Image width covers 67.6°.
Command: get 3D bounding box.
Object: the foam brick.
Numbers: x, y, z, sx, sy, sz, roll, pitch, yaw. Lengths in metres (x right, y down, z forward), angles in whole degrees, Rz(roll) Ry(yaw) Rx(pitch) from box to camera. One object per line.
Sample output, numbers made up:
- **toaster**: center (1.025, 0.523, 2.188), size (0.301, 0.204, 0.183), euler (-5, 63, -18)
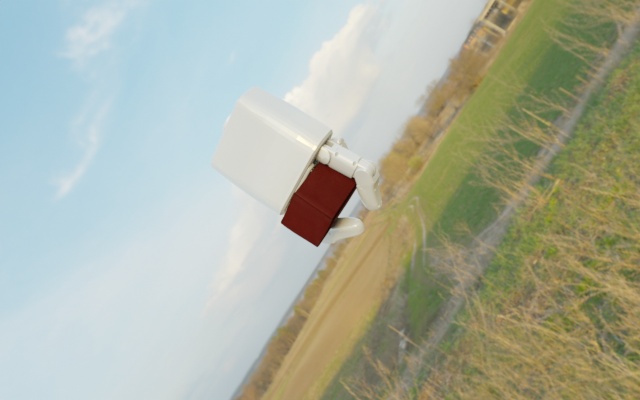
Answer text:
- **foam brick**: center (0.000, 0.002, 0.531), size (0.051, 0.053, 0.078), euler (33, 44, 3)
